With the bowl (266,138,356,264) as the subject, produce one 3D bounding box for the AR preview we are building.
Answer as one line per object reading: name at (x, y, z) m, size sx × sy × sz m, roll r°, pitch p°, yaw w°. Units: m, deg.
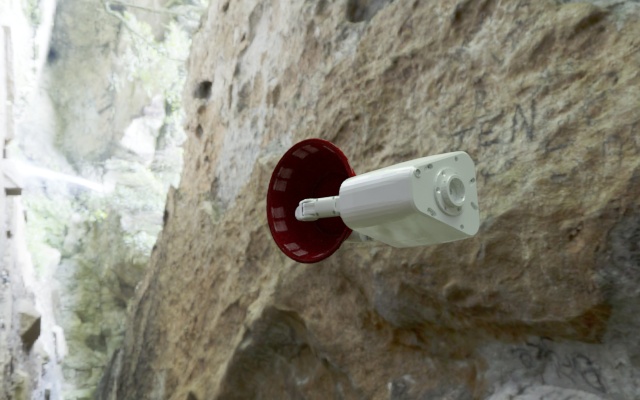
bowl at (-0.001, 0.002, 0.632) m, size 0.162 × 0.162 × 0.055 m, roll 0°, pitch -4°, yaw 43°
